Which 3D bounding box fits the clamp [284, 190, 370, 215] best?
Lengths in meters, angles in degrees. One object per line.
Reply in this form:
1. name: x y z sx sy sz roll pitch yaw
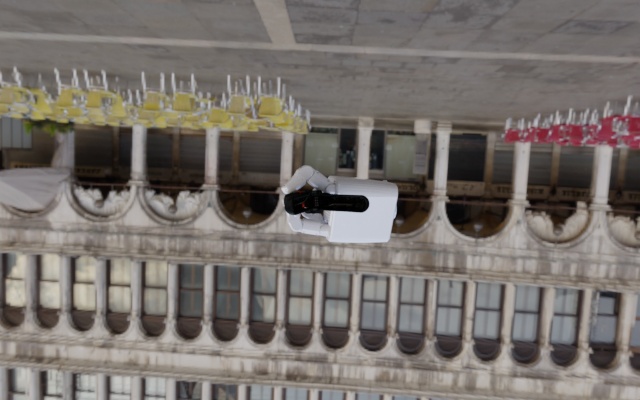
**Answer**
1. clamp: 0.000 0.003 0.721 0.120 0.039 0.171 5 5 -9
